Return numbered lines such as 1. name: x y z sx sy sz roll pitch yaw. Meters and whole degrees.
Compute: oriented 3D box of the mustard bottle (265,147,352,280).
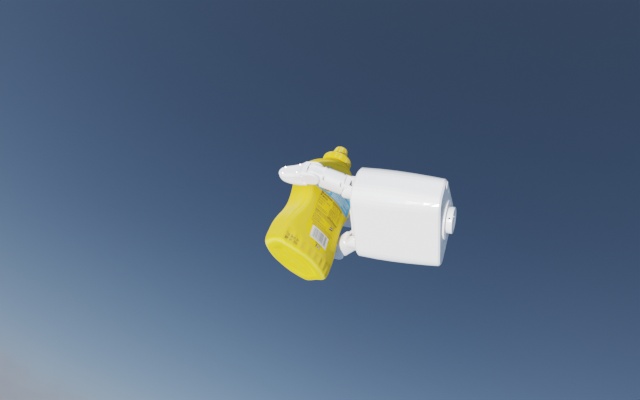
1. mustard bottle: 0.000 0.002 0.635 0.058 0.191 0.096 -11 -46 42
